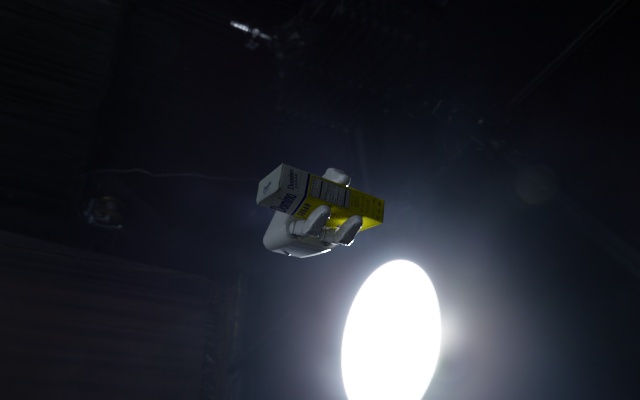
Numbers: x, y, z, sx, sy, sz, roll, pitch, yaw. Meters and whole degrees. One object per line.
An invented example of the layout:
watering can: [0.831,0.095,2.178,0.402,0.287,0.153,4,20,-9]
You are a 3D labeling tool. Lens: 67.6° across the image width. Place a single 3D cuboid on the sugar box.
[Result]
sugar box: [0.000,0.003,0.726,0.176,0.048,0.093,16,-22,-24]
